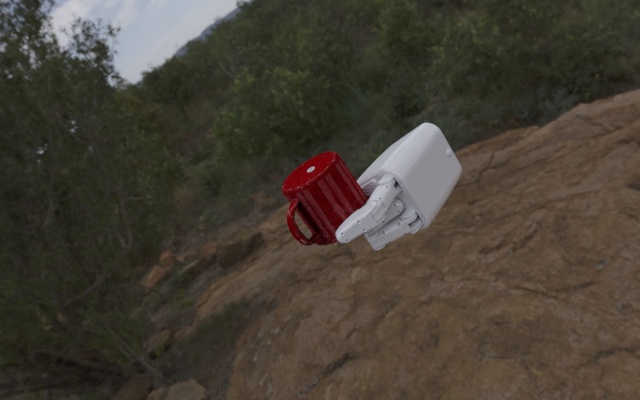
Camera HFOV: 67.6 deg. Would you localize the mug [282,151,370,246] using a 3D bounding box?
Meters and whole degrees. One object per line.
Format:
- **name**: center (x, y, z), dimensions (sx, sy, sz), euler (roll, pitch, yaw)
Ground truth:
- **mug**: center (-0.001, 0.003, 0.577), dimensions (0.093, 0.081, 0.117), euler (-8, 34, 50)
